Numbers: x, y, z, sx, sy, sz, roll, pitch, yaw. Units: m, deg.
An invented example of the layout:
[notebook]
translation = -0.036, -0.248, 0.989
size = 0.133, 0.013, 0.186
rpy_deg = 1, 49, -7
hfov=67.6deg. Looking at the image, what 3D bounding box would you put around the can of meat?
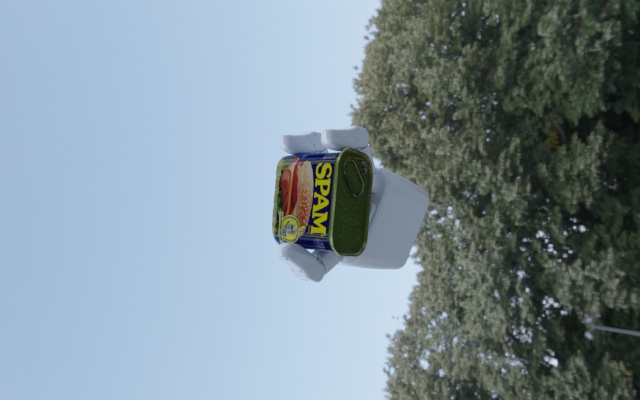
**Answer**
[can of meat]
translation = 0.000, 0.002, 0.480
size = 0.084, 0.102, 0.057
rpy_deg = 2, -6, 40
